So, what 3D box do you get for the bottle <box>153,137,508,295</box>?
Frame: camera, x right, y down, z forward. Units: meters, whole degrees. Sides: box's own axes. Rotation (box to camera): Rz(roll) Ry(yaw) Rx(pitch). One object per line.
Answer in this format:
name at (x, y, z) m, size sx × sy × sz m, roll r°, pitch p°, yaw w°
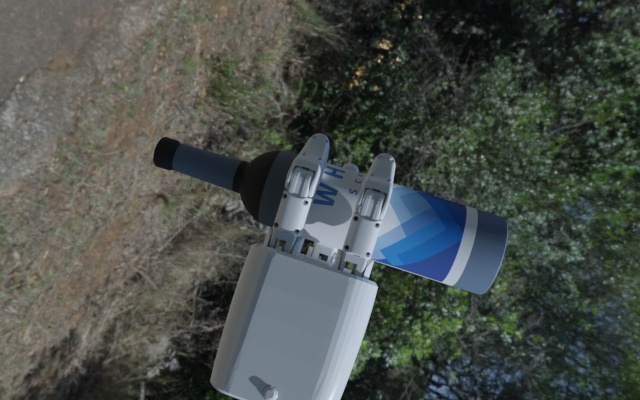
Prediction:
bottle at (0.000, 0.001, 0.404) m, size 0.295 × 0.069 × 0.069 m, roll 18°, pitch 2°, yaw 5°
